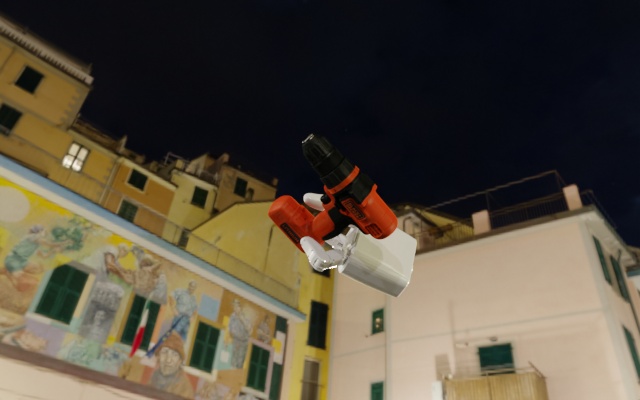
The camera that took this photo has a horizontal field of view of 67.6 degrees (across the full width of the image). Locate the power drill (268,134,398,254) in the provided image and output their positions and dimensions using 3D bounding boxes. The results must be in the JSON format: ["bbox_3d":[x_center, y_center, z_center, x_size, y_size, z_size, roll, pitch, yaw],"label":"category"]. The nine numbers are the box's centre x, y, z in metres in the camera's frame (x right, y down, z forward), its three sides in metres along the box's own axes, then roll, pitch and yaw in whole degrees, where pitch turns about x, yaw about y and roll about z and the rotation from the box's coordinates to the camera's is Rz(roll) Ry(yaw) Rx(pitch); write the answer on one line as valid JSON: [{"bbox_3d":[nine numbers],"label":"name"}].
[{"bbox_3d":[0.000,0.003,0.724,0.188,0.184,0.057,-27,18,49],"label":"power drill"}]
